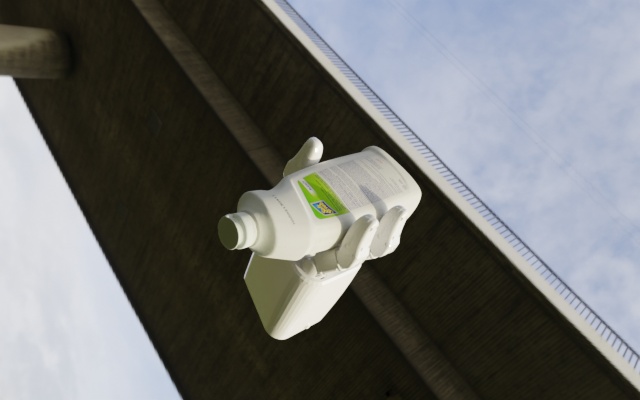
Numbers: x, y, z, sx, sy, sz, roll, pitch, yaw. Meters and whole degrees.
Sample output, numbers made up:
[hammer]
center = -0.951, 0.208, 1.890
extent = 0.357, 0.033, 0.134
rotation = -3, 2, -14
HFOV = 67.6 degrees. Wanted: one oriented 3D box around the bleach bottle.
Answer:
[bleach bottle]
center = 0.000, 0.002, 0.494
extent = 0.251, 0.068, 0.102
rotation = -14, 52, -47
